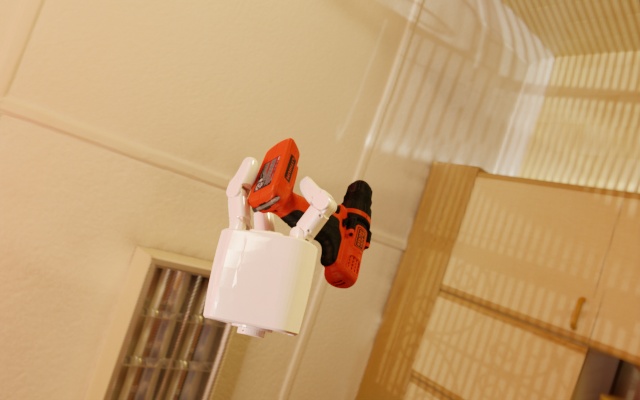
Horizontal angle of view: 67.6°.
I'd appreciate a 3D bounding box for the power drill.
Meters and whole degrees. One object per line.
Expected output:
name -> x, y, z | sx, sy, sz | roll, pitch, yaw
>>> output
power drill -> 0.000, 0.002, 0.655 | 0.057, 0.184, 0.188 | -27, -55, 38
